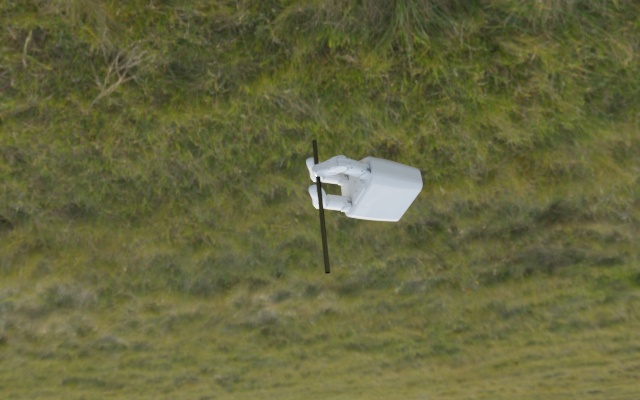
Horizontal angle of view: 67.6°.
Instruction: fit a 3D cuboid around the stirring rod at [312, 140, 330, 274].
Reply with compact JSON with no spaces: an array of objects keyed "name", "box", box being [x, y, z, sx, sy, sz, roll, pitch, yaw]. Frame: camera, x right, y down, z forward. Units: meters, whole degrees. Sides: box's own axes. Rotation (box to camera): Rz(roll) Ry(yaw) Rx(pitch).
[{"name":"stirring rod","box":[0.000,0.002,0.772,0.011,0.239,0.011,-5,-28,-2]}]
